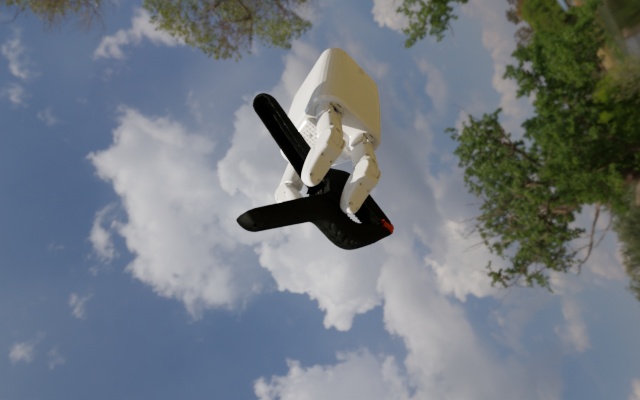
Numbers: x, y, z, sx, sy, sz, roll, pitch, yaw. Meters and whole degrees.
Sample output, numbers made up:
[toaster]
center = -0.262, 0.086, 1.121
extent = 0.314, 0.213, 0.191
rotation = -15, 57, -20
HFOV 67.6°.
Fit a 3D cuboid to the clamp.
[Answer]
[clamp]
center = 0.000, 0.002, 0.497
extent = 0.036, 0.164, 0.210
rotation = -30, -54, 36
